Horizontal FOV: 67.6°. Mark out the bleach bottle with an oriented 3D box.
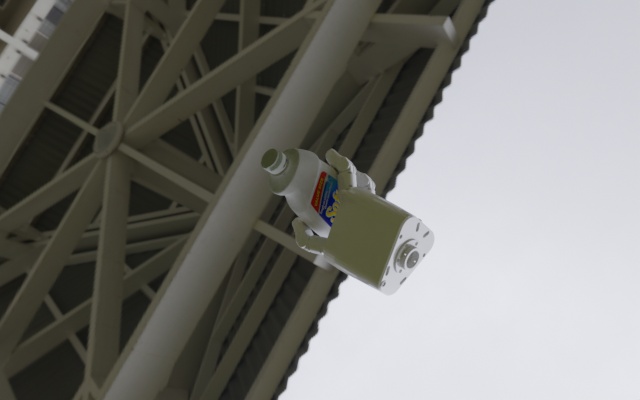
[{"bbox_3d":[0.000,0.002,0.707,0.068,0.102,0.251,26,-6,43],"label":"bleach bottle"}]
